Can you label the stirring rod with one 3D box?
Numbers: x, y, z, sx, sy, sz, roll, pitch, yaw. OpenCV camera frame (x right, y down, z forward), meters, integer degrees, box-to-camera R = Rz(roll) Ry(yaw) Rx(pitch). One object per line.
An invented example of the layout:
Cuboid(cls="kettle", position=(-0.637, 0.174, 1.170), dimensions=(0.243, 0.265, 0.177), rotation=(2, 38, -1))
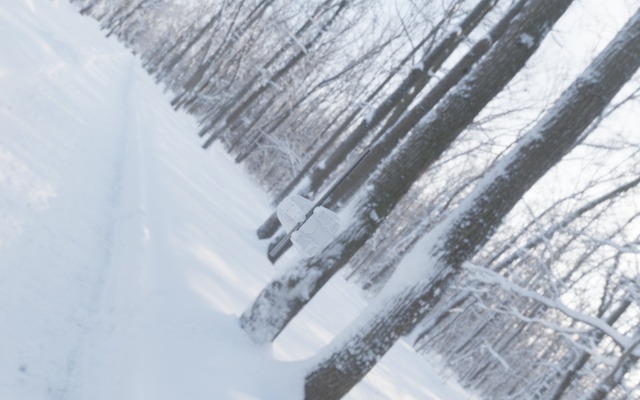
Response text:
Cuboid(cls="stirring rod", position=(0.000, 0.003, 0.795), dimensions=(0.011, 0.239, 0.011), rotation=(43, -3, 3))
